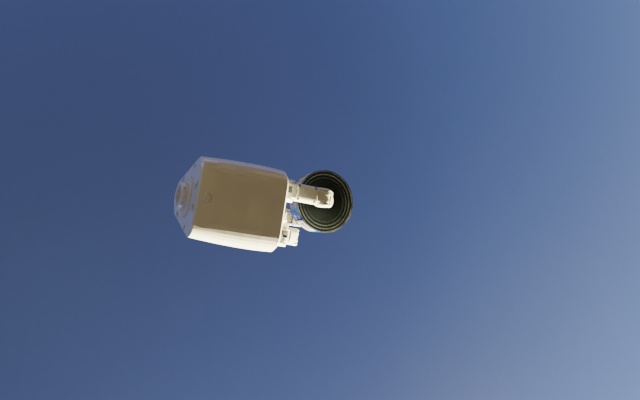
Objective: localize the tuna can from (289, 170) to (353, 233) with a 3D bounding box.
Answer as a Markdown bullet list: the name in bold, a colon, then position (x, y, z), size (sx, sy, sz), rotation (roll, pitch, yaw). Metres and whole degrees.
- **tuna can**: position (0.000, 0.002, 0.666), size (0.086, 0.086, 0.034), rotation (0, -4, -27)
